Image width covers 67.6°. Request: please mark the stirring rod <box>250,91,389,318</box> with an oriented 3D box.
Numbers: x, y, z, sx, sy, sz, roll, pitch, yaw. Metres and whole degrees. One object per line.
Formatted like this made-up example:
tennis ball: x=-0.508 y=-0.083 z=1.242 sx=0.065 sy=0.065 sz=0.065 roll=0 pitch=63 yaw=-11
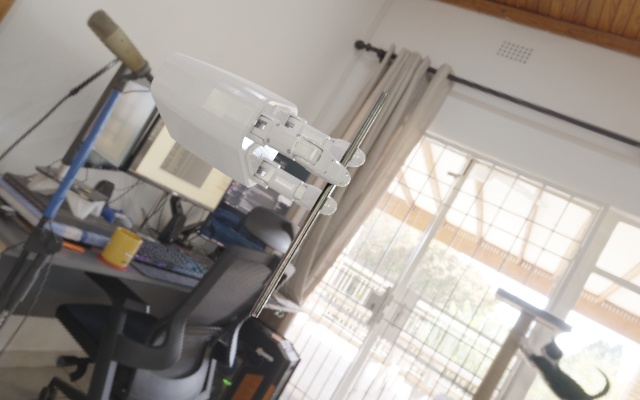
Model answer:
stirring rod: x=0.000 y=0.001 z=0.444 sx=0.011 sy=0.239 sz=0.011 roll=31 pitch=-5 yaw=3
